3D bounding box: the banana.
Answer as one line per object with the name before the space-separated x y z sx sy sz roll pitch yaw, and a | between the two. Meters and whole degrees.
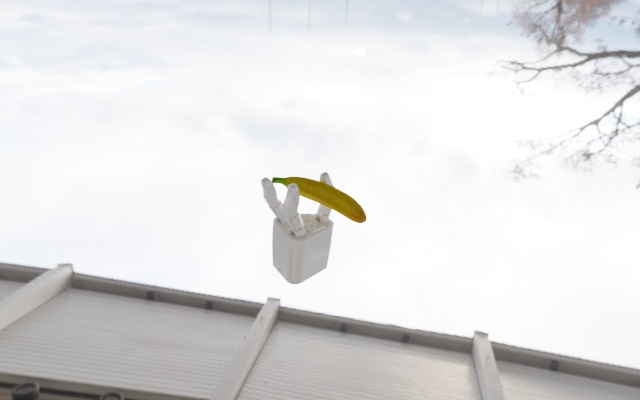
banana | 0.008 -0.004 0.850 0.197 0.037 0.069 22 28 28
